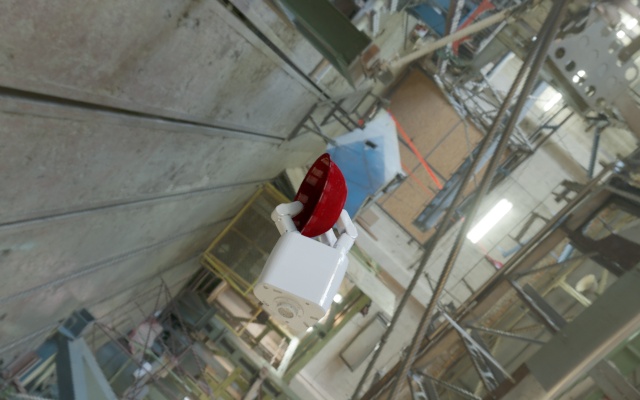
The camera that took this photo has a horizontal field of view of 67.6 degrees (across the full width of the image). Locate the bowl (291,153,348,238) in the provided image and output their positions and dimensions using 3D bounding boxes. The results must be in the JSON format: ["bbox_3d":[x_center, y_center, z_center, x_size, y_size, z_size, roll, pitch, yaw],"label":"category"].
[{"bbox_3d":[0.001,0.002,0.818,0.055,0.162,0.162,23,-7,-16],"label":"bowl"}]
